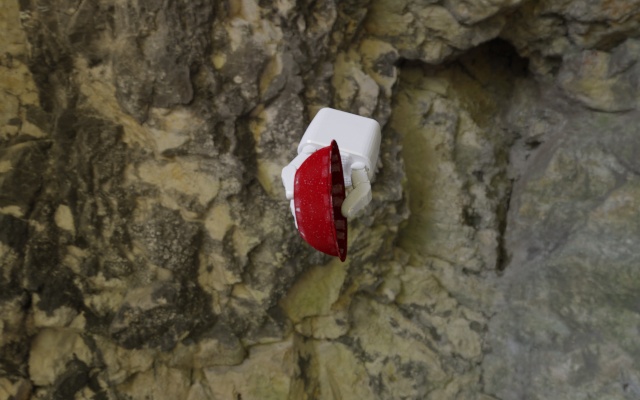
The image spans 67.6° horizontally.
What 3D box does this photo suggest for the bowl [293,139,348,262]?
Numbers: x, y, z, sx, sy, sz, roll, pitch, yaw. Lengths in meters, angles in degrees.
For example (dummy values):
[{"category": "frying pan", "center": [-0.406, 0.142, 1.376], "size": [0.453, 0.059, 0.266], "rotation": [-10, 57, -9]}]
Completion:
[{"category": "bowl", "center": [0.000, 0.003, 0.629], "size": [0.055, 0.162, 0.162], "rotation": [-5, -1, 8]}]
